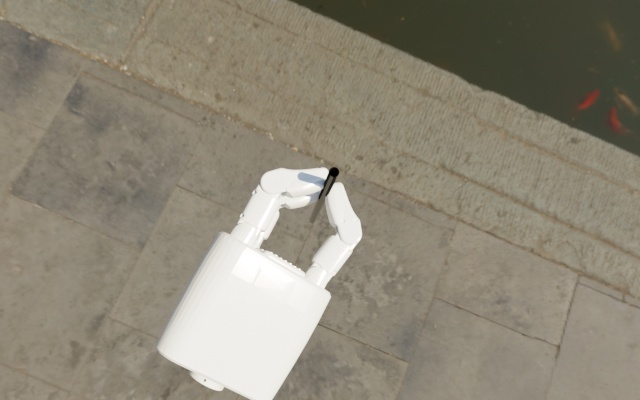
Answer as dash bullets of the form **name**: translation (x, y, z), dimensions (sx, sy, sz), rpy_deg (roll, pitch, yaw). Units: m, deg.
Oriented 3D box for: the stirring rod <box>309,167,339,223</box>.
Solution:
- **stirring rod**: translation (0.000, 0.002, 0.483), dimensions (0.011, 0.011, 0.239), rpy_deg (0, -11, -5)
